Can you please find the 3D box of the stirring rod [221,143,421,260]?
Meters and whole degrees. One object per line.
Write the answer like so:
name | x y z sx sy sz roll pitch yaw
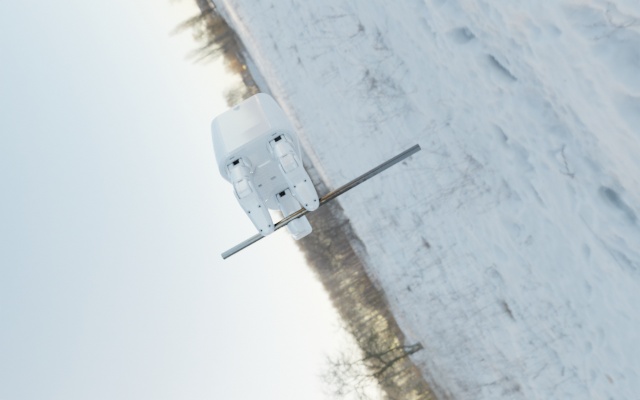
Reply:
stirring rod | 0.000 0.002 0.510 0.239 0.011 0.011 -29 -1 1
